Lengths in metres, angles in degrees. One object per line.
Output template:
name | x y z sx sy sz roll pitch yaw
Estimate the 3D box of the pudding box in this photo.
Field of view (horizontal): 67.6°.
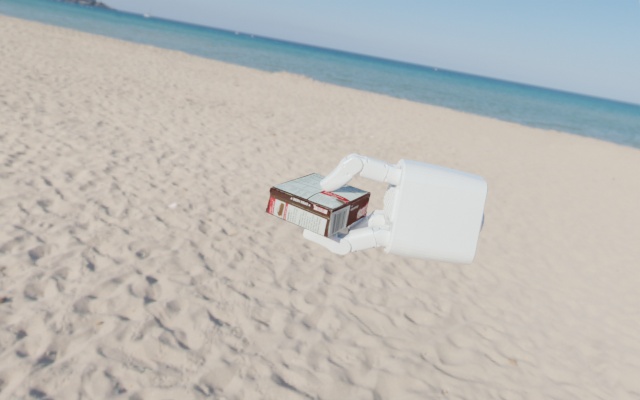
pudding box | 0.000 0.002 0.602 0.090 0.039 0.113 20 19 24
